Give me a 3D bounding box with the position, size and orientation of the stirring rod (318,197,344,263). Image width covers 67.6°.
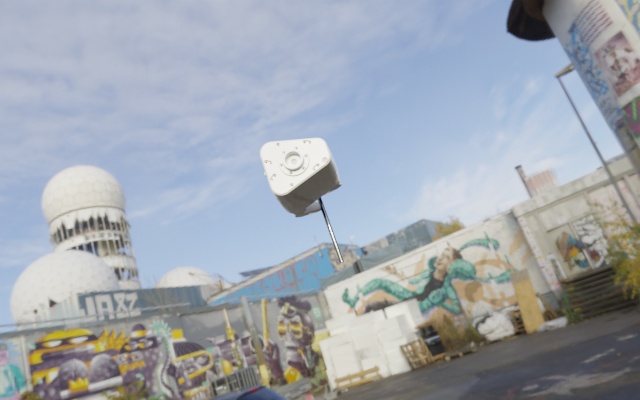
[{"bbox_3d":[0.000,0.003,0.893,0.011,0.239,0.011,-18,-17,-6],"label":"stirring rod"}]
